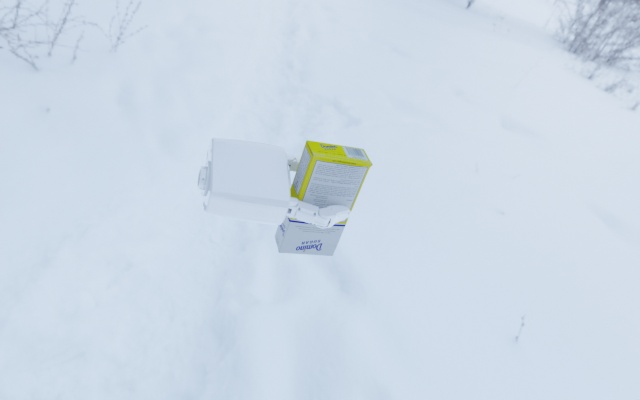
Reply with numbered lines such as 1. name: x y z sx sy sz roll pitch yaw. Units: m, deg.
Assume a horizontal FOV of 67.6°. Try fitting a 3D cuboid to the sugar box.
1. sugar box: 0.000 0.002 0.700 0.093 0.176 0.048 7 37 -23
